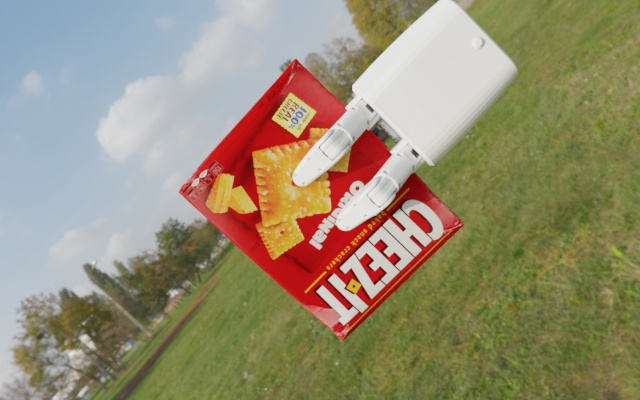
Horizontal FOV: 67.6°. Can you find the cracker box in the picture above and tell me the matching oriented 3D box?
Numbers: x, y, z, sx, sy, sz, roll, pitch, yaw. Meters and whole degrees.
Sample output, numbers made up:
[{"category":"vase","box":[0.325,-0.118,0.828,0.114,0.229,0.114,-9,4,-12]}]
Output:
[{"category":"cracker box","box":[0.000,0.001,0.458,0.214,0.164,0.072,43,8,-6]}]
